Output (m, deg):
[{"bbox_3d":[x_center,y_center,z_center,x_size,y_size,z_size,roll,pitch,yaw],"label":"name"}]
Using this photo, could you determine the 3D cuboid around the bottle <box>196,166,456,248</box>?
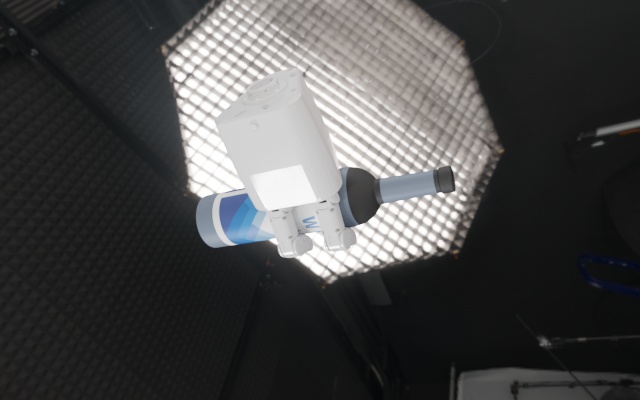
[{"bbox_3d":[0.000,0.002,0.539,0.296,0.069,0.069,-10,-4,22],"label":"bottle"}]
